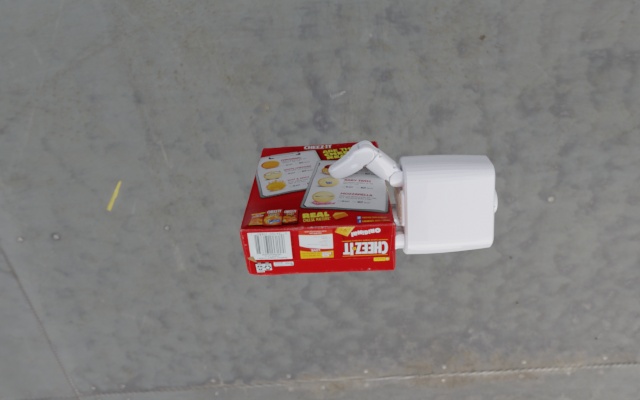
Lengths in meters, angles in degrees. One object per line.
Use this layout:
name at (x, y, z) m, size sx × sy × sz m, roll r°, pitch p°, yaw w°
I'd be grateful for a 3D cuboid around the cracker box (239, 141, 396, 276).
cracker box at (0.000, 0.002, 0.595) m, size 0.164 × 0.072 × 0.213 m, roll -3°, pitch 30°, yaw 2°
